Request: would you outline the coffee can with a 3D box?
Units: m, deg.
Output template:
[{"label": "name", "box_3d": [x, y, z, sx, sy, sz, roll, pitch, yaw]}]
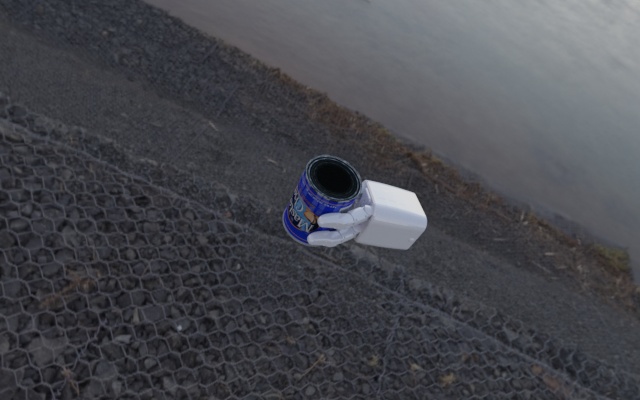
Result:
[{"label": "coffee can", "box_3d": [0.000, 0.003, 0.855, 0.103, 0.102, 0.140, 0, -37, -25]}]
